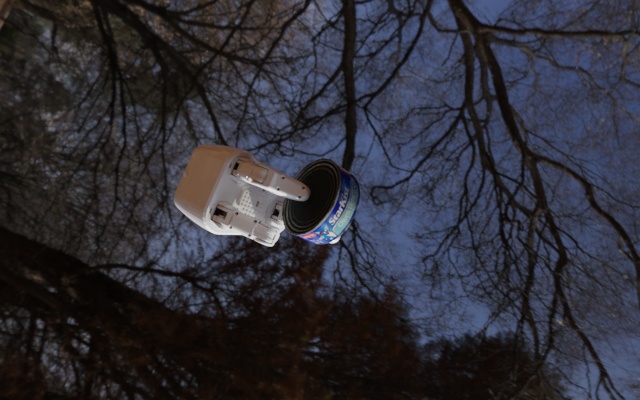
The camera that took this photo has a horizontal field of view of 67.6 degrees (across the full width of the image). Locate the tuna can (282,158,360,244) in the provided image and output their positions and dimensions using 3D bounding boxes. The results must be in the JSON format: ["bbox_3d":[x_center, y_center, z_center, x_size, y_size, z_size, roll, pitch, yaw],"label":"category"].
[{"bbox_3d":[0.001,0.002,0.497,0.034,0.086,0.086,29,-18,-35],"label":"tuna can"}]
